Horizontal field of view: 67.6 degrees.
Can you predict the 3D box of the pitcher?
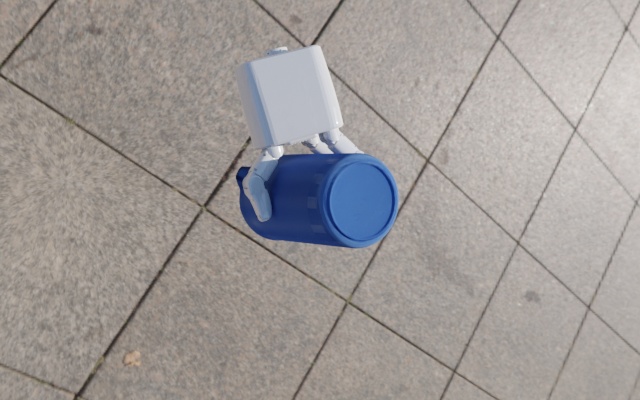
[{"bbox_3d":[0.000,0.002,0.638,0.149,0.145,0.243,-19,10,-26],"label":"pitcher"}]
